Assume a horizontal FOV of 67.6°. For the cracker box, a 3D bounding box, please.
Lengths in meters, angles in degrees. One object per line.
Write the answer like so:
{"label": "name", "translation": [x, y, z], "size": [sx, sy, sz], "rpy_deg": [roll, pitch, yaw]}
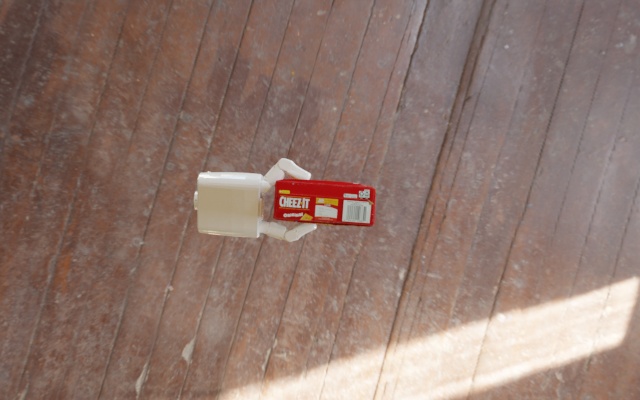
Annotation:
{"label": "cracker box", "translation": [0.000, 0.003, 0.859], "size": [0.164, 0.072, 0.213], "rpy_deg": [4, 0, -4]}
